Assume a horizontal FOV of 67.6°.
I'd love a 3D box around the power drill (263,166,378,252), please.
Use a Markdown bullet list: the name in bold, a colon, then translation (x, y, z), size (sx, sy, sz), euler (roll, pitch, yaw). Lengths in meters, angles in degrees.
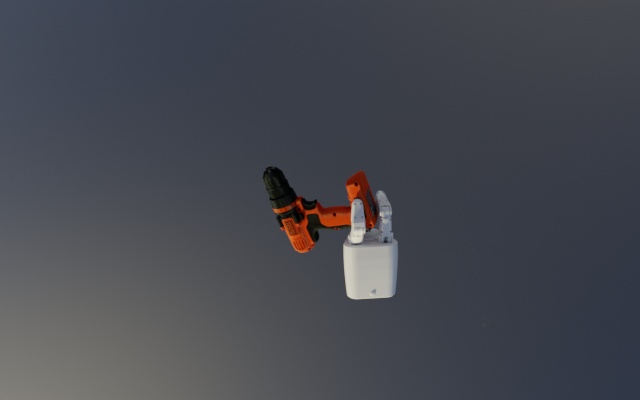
- **power drill**: translation (0.001, 0.003, 0.885), size (0.187, 0.184, 0.057), euler (-13, 27, 23)
